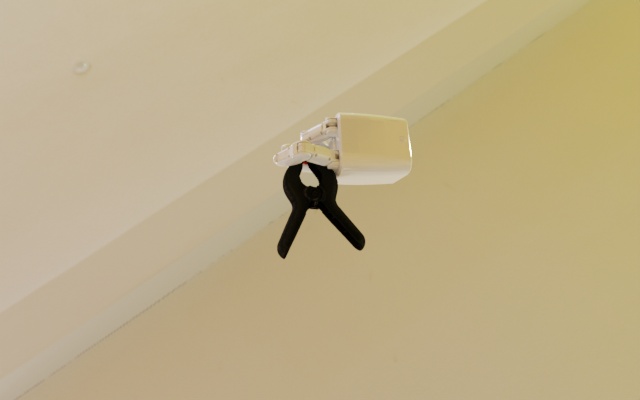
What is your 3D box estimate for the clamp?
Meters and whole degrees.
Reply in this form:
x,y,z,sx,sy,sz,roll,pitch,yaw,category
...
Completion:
x,y,z,sx,sy,sz,roll,pitch,yaw,category
0.000,0.002,0.671,0.120,0.171,0.039,6,-25,-15,clamp
